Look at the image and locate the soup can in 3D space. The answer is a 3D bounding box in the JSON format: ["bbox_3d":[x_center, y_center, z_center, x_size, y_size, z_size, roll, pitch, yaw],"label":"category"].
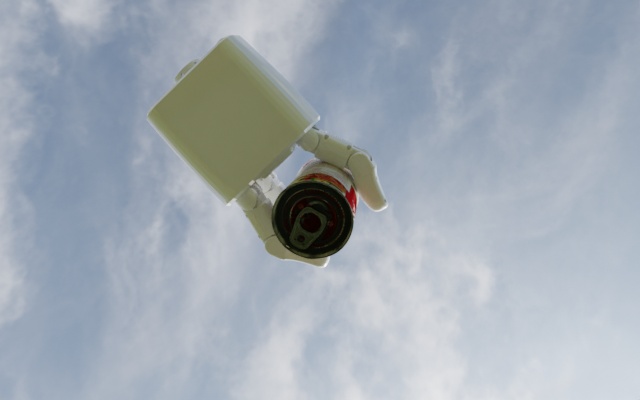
[{"bbox_3d":[0.001,0.002,0.434,0.068,0.068,0.102,0,18,9],"label":"soup can"}]
